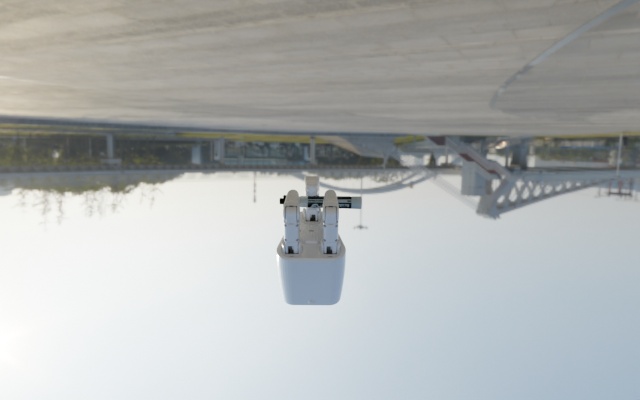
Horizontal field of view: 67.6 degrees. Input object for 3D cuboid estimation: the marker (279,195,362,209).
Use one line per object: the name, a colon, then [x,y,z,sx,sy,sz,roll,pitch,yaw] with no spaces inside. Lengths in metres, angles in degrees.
marker: [0.000,0.002,0.703,0.121,0.020,0.020,1,0,1]
